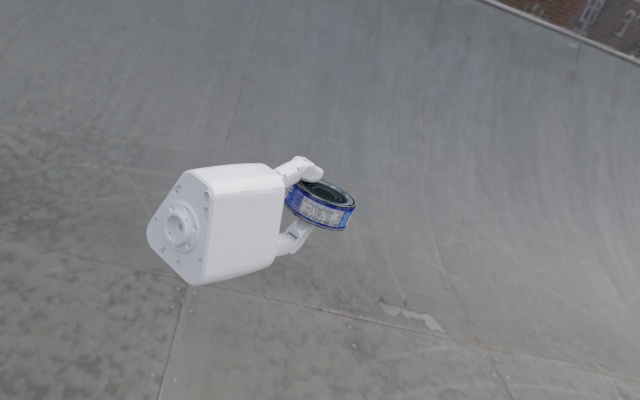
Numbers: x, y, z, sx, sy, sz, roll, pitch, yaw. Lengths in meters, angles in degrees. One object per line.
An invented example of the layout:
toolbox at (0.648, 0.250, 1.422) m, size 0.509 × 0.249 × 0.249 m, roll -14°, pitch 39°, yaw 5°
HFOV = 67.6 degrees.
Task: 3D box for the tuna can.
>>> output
tuna can at (0.000, 0.001, 0.594) m, size 0.086 × 0.034 × 0.086 m, roll 22°, pitch 17°, yaw -7°
